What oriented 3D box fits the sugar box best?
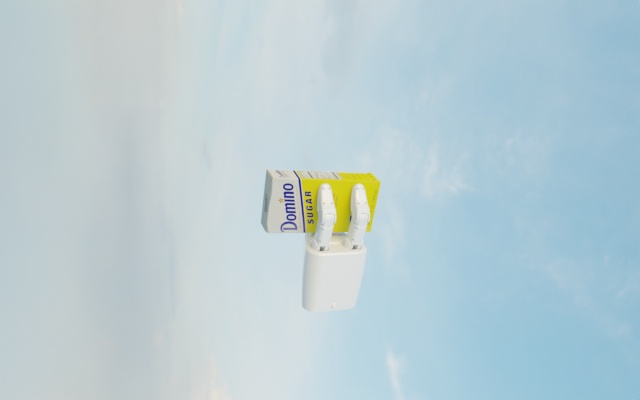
[{"bbox_3d":[0.000,0.003,0.744,0.176,0.093,0.048,-1,24,-22],"label":"sugar box"}]
